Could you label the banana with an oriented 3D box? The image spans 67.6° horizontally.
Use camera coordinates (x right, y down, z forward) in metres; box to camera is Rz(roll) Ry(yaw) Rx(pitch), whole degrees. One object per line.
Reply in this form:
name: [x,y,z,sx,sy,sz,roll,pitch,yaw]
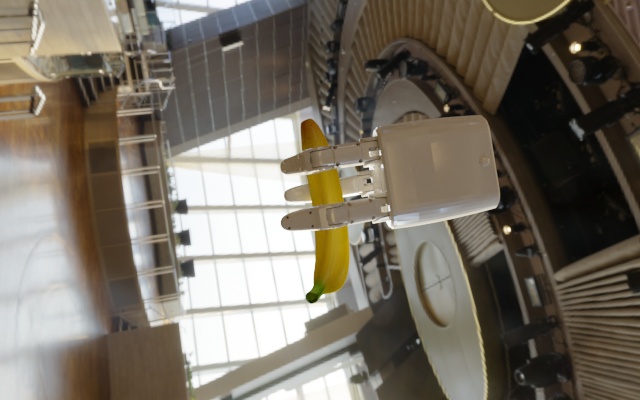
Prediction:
banana: [0.005,0.012,0.496,0.037,0.197,0.070,-10,-24,13]
